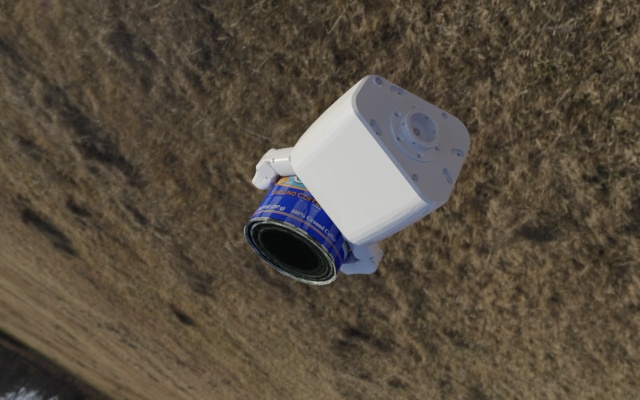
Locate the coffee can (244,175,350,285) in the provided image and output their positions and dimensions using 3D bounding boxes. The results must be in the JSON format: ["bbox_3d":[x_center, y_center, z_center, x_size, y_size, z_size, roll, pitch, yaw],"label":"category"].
[{"bbox_3d":[0.000,0.002,0.501,0.103,0.140,0.103,21,-33,15],"label":"coffee can"}]
